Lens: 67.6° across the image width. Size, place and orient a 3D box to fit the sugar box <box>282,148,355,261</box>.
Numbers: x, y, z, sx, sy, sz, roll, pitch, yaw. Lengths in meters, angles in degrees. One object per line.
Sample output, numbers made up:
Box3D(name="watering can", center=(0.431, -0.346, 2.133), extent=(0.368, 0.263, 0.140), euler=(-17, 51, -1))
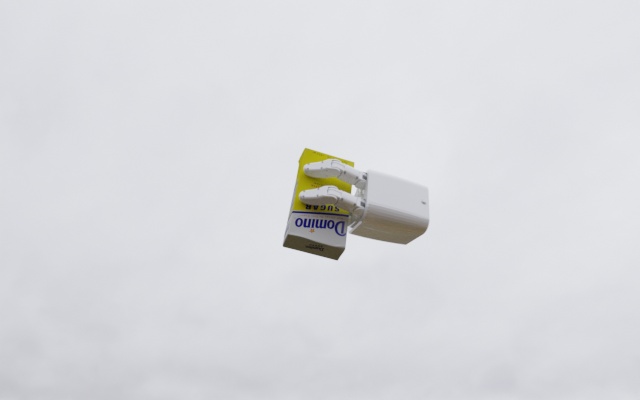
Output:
Box3D(name="sugar box", center=(0.000, 0.002, 0.769), extent=(0.093, 0.176, 0.048), euler=(15, -39, -10))
